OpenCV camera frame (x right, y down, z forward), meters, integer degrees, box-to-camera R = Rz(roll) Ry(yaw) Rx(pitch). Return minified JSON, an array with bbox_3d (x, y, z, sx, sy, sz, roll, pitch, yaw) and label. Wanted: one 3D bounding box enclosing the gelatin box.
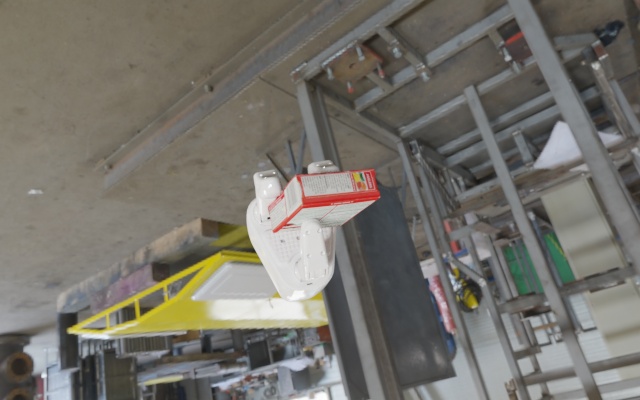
[{"bbox_3d":[0.000,0.002,0.428,0.073,0.030,0.089,-6,-16,-24],"label":"gelatin box"}]
